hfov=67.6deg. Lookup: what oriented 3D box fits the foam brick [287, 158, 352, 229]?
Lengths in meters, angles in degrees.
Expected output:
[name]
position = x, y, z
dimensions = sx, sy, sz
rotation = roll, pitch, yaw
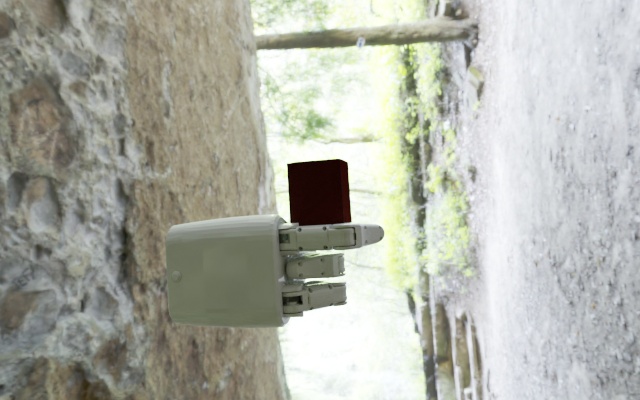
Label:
[foam brick]
position = 0.000, 0.001, 0.452
dimensions = 0.051, 0.078, 0.053
rotation = -4, -2, 12
